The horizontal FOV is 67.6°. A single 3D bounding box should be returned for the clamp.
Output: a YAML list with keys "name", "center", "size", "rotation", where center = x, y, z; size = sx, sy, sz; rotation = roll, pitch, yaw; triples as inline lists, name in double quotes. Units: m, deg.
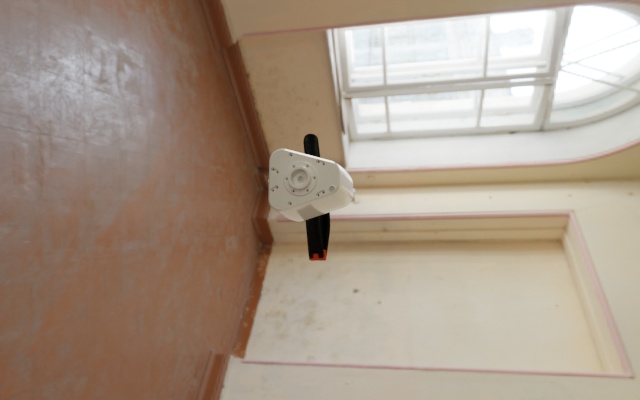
- name: "clamp"
  center: [0.001, 0.003, 0.855]
  size: [0.036, 0.210, 0.164]
  rotation: [-2, -9, 14]
